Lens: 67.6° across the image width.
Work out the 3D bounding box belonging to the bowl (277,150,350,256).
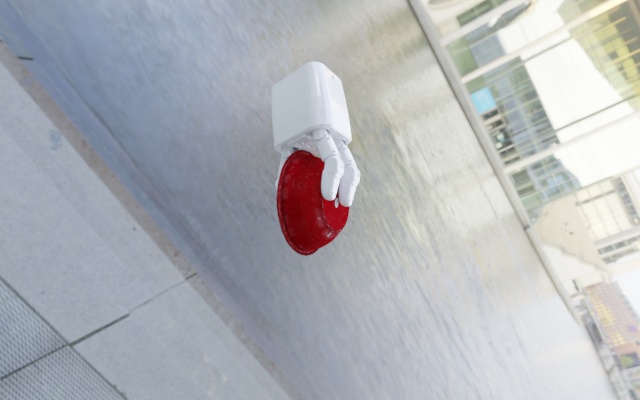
[{"bbox_3d":[0.001,0.004,0.716,0.055,0.162,0.162,-2,-1,28],"label":"bowl"}]
